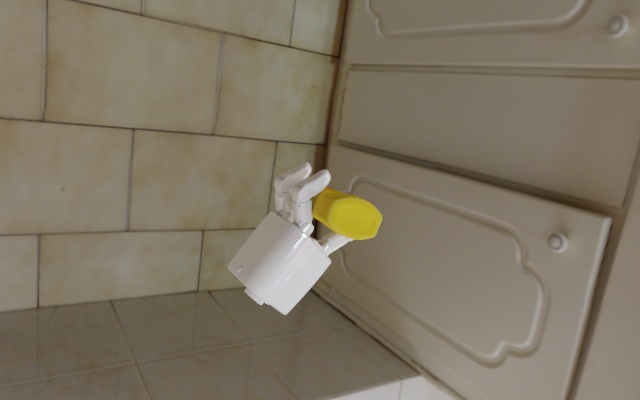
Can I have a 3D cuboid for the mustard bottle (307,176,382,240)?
[{"bbox_3d":[0.000,0.002,0.724,0.096,0.058,0.191,17,5,-35],"label":"mustard bottle"}]
